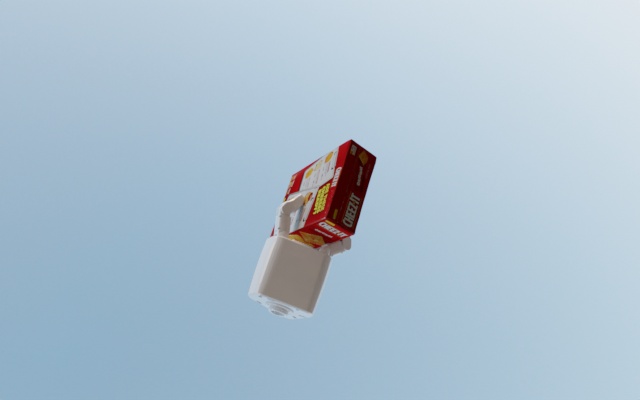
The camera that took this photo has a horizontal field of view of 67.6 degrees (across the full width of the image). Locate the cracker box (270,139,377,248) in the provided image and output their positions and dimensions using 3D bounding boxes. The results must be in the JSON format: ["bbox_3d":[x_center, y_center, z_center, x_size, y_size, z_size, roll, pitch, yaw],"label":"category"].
[{"bbox_3d":[0.000,0.003,0.887,0.072,0.164,0.214,30,-29,-23],"label":"cracker box"}]
